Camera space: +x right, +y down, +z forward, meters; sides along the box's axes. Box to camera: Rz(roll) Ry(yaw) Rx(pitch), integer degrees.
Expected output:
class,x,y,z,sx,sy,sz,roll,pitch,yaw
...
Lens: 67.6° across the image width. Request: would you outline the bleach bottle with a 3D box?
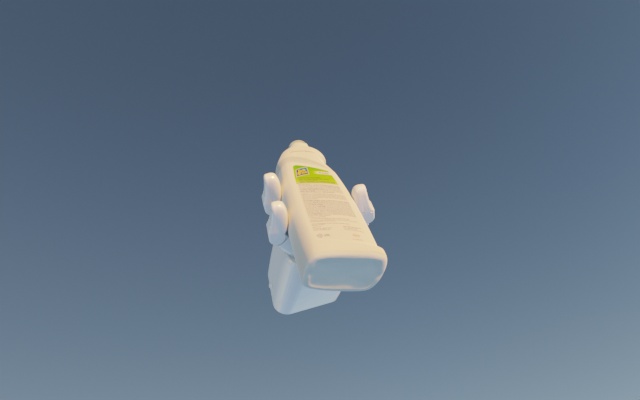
class,x,y,z,sx,sy,sz,roll,pitch,yaw
bleach bottle,0.000,0.002,0.627,0.102,0.068,0.250,5,38,-20
